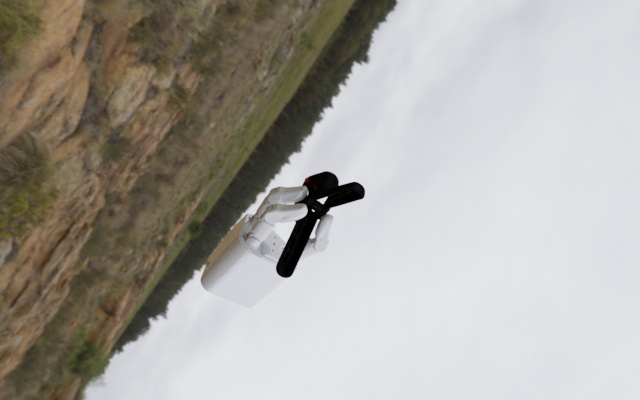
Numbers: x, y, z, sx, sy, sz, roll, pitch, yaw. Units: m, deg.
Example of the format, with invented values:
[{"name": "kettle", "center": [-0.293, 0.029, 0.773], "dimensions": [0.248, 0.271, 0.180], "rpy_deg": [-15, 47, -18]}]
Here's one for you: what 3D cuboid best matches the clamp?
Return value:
[{"name": "clamp", "center": [0.001, 0.003, 0.697], "dimensions": [0.036, 0.164, 0.210], "rpy_deg": [39, 22, -17]}]
